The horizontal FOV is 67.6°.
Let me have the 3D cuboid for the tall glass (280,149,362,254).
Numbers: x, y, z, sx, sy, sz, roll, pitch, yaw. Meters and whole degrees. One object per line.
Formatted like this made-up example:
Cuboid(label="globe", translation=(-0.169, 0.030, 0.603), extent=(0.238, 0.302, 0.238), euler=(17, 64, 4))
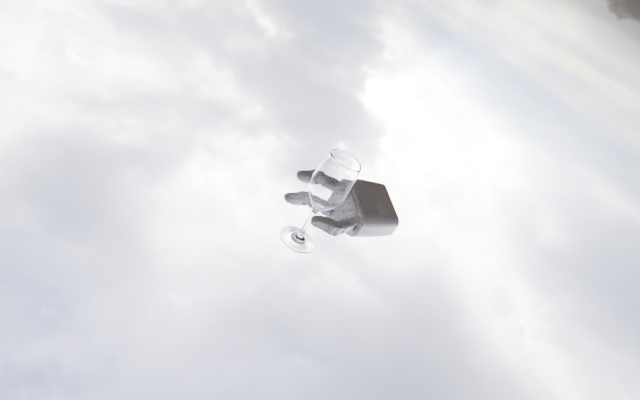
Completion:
Cuboid(label="tall glass", translation=(0.000, 0.003, 0.881), extent=(0.079, 0.201, 0.079), euler=(23, 31, -15))
